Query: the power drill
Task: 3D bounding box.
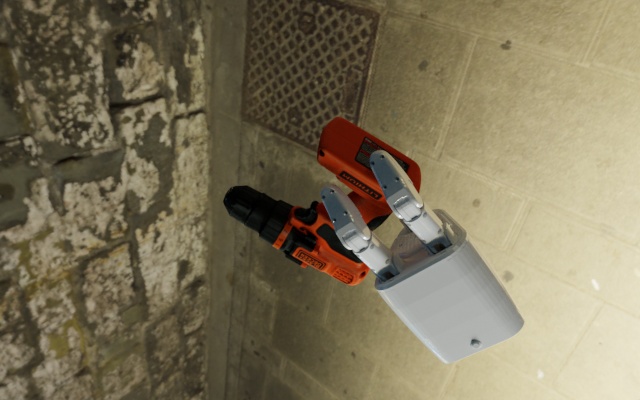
[{"bbox_3d":[0.000,0.002,0.495,0.184,0.057,0.188,29,-39,-7],"label":"power drill"}]
